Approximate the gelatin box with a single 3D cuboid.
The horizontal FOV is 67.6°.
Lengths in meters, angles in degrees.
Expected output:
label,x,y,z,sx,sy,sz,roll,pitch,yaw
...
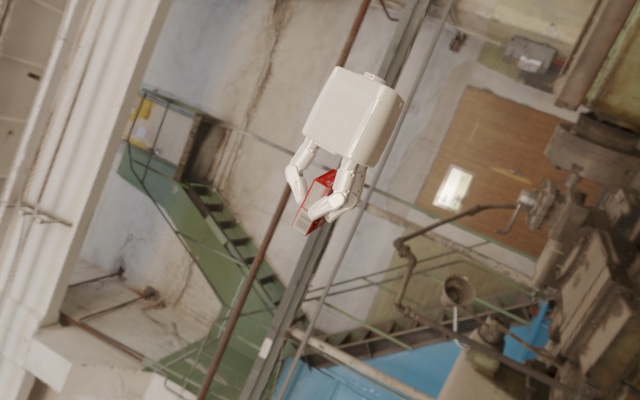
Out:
label,x,y,z,sx,sy,sz,roll,pitch,yaw
gelatin box,0.000,0.002,0.706,0.030,0.089,0.073,33,24,13
